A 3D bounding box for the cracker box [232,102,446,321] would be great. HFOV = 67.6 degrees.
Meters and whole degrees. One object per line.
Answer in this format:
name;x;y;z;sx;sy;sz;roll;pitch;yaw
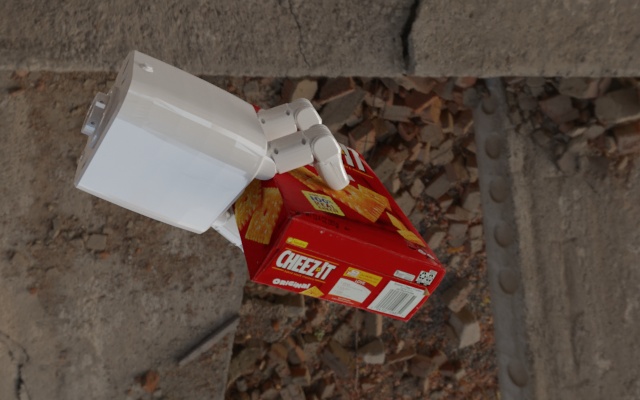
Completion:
cracker box;0.000;0.002;0.456;0.164;0.072;0.213;21;25;-30
